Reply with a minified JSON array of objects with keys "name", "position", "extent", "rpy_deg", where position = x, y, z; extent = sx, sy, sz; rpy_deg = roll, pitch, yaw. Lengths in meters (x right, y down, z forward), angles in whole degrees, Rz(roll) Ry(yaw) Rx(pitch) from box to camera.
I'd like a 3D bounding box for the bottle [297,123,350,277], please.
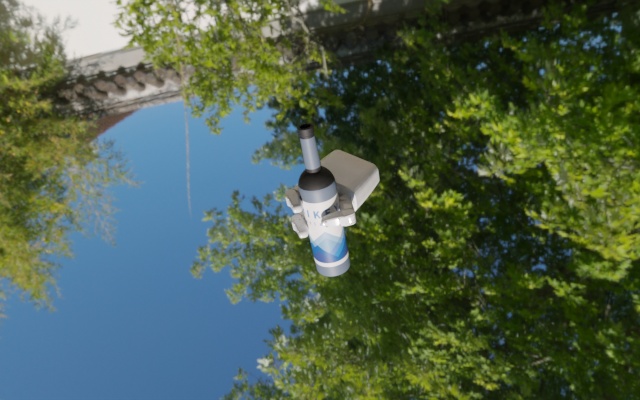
[{"name":"bottle","position":[0.000,0.003,0.853],"extent":[0.069,0.296,0.069],"rpy_deg":[-8,31,5]}]
